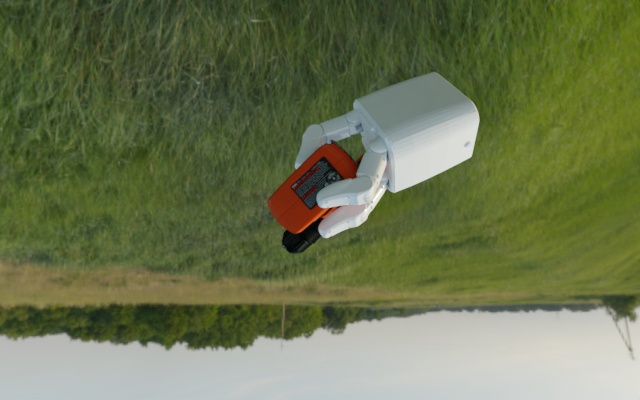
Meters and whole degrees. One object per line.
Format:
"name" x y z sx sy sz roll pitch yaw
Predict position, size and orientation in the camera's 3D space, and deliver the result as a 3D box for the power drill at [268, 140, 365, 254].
"power drill" 0.000 0.002 0.601 0.184 0.057 0.187 -45 -11 7
